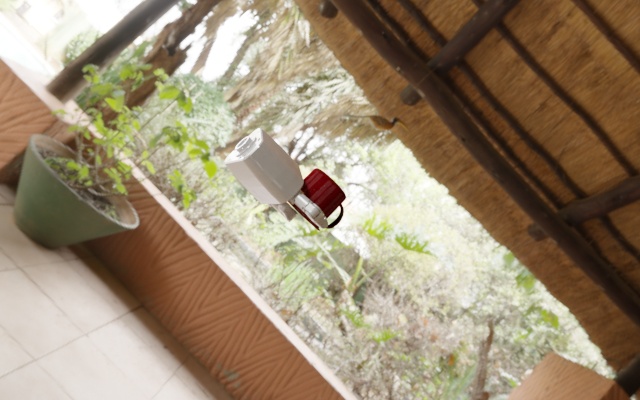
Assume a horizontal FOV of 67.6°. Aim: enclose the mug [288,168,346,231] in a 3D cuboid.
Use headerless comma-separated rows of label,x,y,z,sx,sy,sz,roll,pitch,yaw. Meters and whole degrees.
mug,0.001,0.004,0.879,0.117,0.081,0.093,47,-6,-25
